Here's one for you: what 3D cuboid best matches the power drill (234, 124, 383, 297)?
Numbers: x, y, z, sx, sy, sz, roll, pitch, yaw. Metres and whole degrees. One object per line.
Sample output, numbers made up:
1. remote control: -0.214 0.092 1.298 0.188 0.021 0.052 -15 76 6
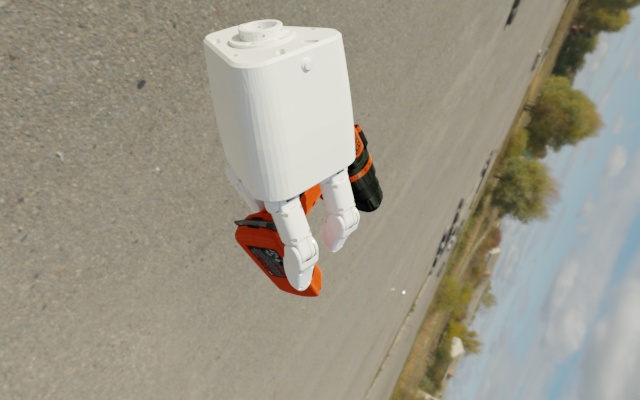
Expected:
1. power drill: 0.000 0.002 0.501 0.057 0.187 0.184 0 -39 34
